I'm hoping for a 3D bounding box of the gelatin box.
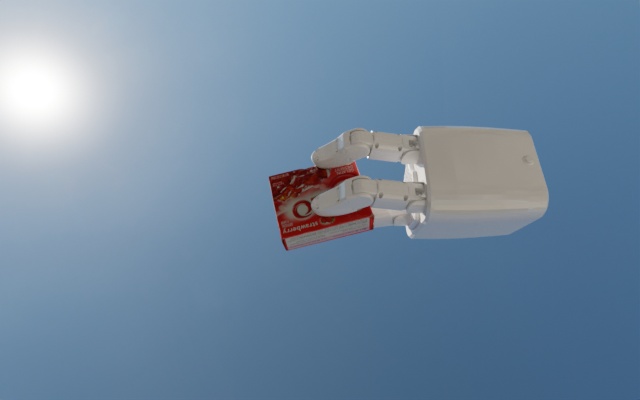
[{"bbox_3d":[0.000,0.002,0.462,0.089,0.073,0.030,-14,-32,-2],"label":"gelatin box"}]
